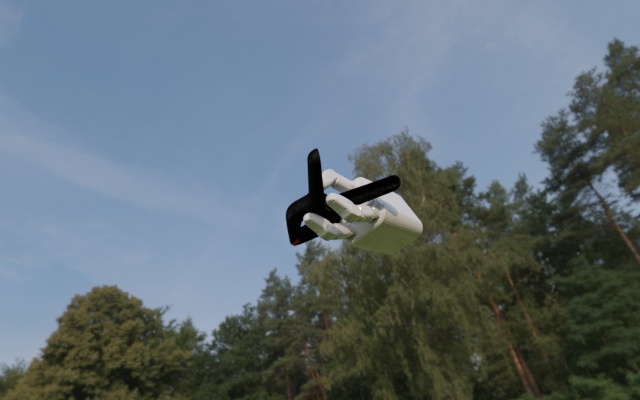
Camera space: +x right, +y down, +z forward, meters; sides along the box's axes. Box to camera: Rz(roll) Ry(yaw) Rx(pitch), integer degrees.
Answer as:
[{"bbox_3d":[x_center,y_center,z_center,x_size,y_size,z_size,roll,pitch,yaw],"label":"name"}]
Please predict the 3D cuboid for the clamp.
[{"bbox_3d":[0.000,0.002,0.752,0.164,0.036,0.210,22,-48,-35],"label":"clamp"}]
